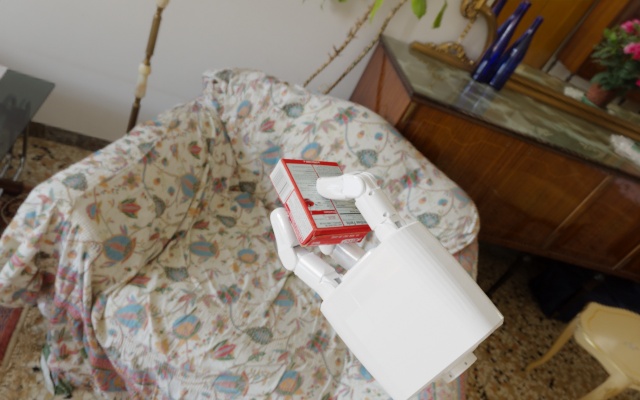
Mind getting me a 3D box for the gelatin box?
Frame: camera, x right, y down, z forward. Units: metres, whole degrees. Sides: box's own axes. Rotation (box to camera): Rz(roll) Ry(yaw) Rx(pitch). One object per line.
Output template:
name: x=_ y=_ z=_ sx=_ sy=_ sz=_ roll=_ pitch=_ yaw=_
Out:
gelatin box: x=0.000 y=0.001 z=0.466 sx=0.073 sy=0.089 sz=0.030 roll=-1 pitch=-38 yaw=-40
